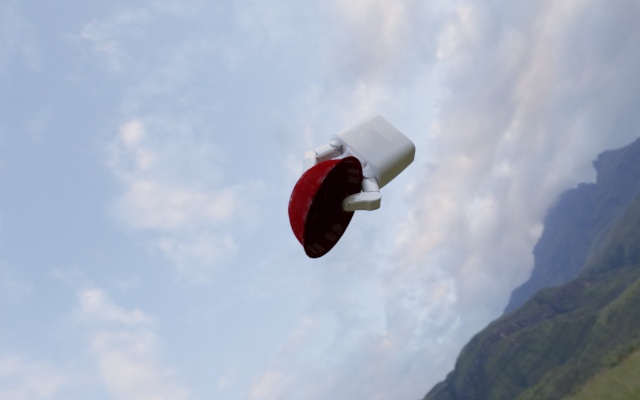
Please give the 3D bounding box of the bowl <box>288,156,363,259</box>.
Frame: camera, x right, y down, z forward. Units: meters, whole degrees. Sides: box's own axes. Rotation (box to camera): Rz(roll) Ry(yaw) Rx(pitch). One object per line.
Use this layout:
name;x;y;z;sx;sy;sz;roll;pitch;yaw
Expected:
bowl;-0.001;0.003;0.706;0.055;0.162;0.162;24;10;25
